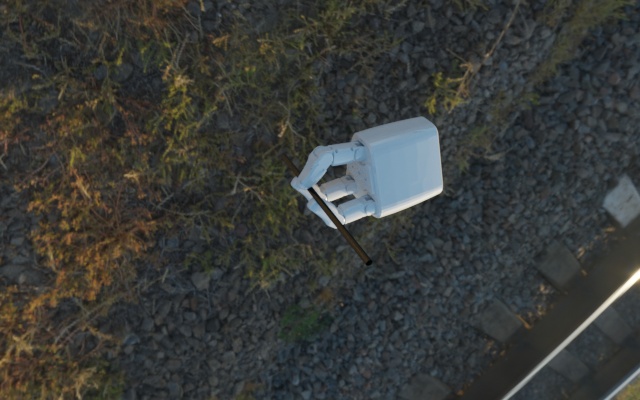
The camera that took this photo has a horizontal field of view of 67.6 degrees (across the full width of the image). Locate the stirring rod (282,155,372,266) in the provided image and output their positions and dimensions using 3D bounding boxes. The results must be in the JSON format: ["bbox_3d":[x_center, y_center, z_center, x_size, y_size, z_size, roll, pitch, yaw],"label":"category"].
[{"bbox_3d":[0.000,0.002,0.588,0.011,0.011,0.239,0,32,-30],"label":"stirring rod"}]
